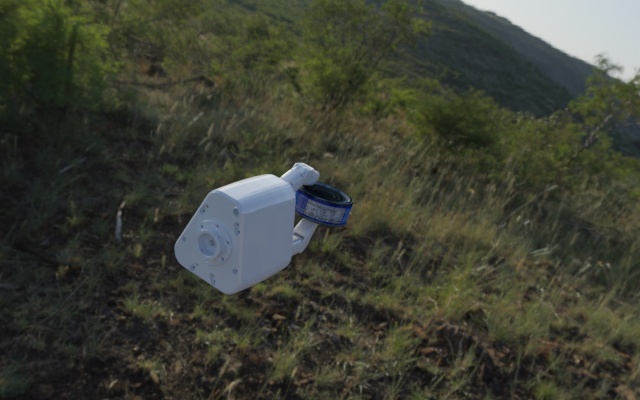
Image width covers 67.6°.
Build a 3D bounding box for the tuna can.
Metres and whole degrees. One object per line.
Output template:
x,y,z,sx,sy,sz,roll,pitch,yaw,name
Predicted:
0.000,0.002,0.646,0.086,0.034,0.086,18,16,-5,tuna can
